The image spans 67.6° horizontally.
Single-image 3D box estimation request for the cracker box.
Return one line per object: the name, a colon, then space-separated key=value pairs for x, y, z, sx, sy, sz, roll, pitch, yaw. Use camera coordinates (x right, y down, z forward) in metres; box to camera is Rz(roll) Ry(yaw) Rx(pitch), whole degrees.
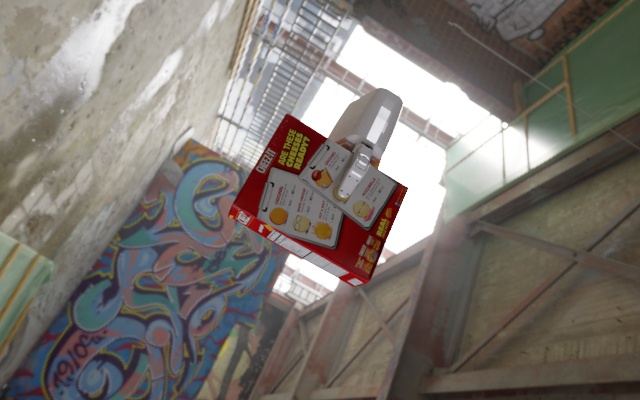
cracker box: x=0.000 y=0.002 z=0.690 sx=0.214 sy=0.164 sz=0.072 roll=30 pitch=-25 yaw=-7
